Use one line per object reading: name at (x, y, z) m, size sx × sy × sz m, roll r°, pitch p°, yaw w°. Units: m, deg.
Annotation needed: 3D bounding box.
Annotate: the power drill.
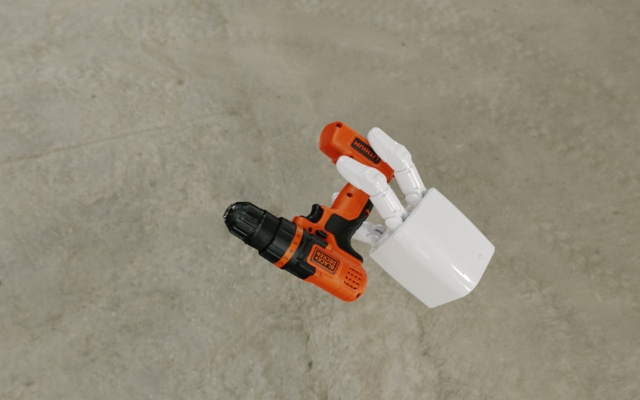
power drill at (0.001, 0.002, 0.566) m, size 0.184 × 0.187 × 0.057 m, roll 34°, pitch -22°, yaw -18°
